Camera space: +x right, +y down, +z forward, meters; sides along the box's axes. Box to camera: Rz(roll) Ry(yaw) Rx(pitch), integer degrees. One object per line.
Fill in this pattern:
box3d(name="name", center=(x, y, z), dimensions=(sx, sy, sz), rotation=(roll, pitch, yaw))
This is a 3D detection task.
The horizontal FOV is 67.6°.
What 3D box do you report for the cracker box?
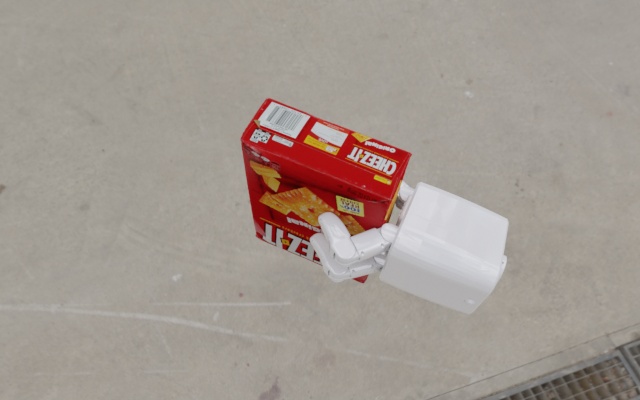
box3d(name="cracker box", center=(0.000, 0.002, 0.555), dimensions=(0.164, 0.072, 0.214), rotation=(23, -30, 11))
